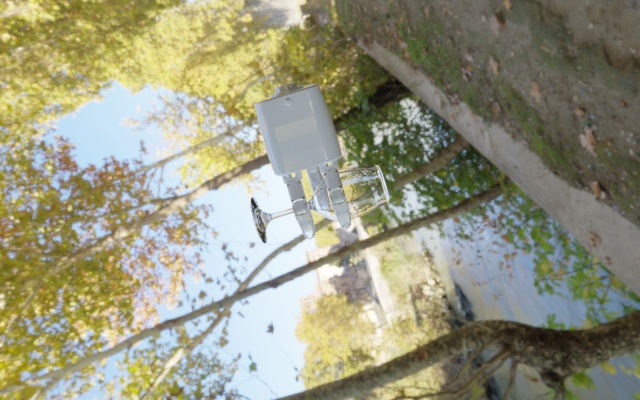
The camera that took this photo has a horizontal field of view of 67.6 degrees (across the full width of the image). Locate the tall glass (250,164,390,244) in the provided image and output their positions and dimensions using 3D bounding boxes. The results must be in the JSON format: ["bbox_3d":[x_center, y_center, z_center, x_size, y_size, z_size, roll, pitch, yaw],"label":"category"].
[{"bbox_3d":[-0.001,0.003,0.726,0.201,0.079,0.079,-16,-1,3],"label":"tall glass"}]
